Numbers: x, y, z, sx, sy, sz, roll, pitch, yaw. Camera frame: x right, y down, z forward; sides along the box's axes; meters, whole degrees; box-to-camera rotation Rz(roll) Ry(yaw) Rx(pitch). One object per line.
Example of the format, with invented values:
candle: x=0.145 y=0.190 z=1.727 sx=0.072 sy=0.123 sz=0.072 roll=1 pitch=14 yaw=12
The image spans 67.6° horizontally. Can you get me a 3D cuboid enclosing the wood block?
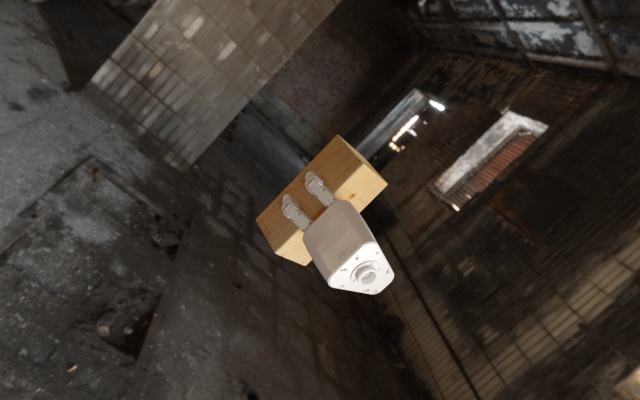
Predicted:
wood block: x=0.001 y=0.003 z=0.821 sx=0.091 sy=0.206 sz=0.090 roll=32 pitch=17 yaw=-49
